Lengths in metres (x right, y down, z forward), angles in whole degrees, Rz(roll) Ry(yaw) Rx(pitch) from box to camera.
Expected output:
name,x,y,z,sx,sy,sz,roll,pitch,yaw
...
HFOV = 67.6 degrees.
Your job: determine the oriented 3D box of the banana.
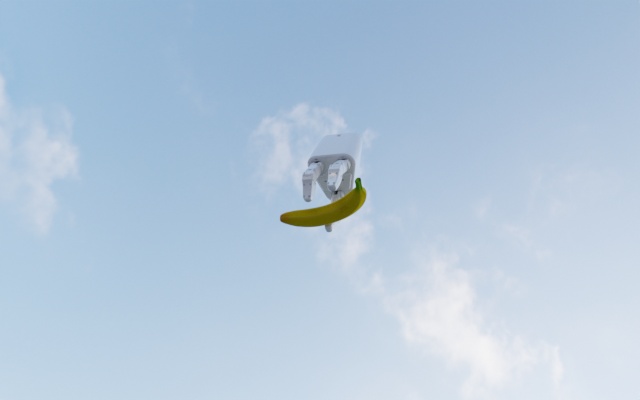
name,x,y,z,sx,sy,sz,roll,pitch,yaw
banana,0.014,0.014,0.880,0.198,0.070,0.037,-27,29,33
